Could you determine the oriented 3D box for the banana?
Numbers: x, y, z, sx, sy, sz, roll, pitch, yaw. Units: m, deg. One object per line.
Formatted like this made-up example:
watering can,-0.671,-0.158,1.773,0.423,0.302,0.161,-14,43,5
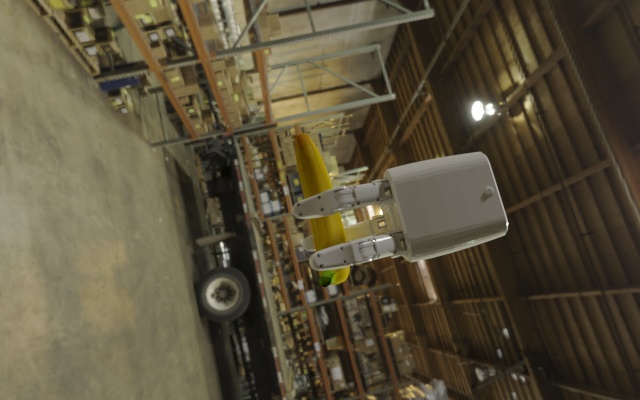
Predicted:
banana,0.003,0.015,0.532,0.037,0.197,0.070,-13,-34,1
